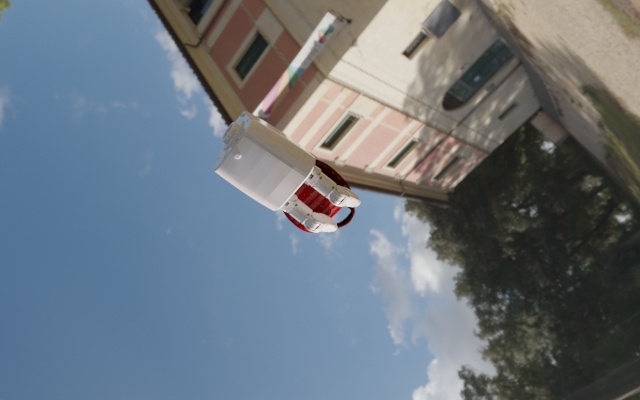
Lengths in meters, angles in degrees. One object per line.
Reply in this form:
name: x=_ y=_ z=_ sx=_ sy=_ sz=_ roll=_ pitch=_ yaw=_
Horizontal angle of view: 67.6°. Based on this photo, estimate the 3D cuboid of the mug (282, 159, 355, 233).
mug: x=0.001 y=0.003 z=0.751 sx=0.117 sy=0.081 sz=0.093 roll=35 pitch=26 yaw=-22
